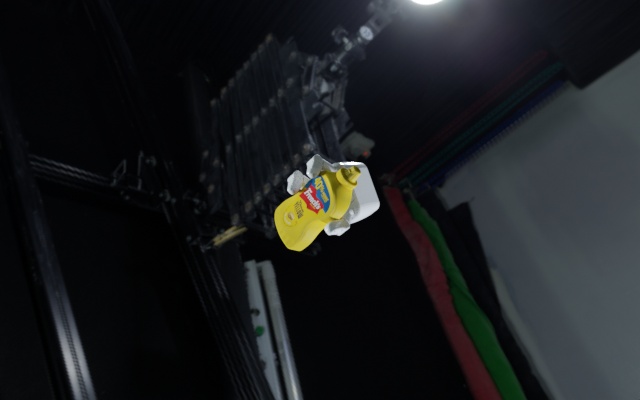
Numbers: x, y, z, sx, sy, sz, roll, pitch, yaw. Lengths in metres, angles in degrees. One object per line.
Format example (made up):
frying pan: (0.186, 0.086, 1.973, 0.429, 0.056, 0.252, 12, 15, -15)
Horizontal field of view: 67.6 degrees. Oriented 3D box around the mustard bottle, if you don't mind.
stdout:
mustard bottle: (0.000, 0.003, 0.860, 0.058, 0.096, 0.192, 20, -50, -44)
